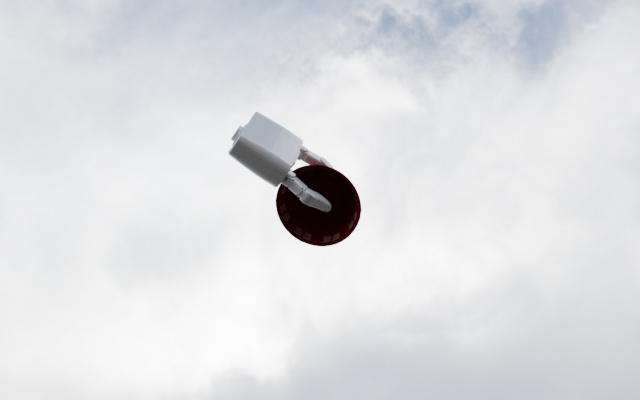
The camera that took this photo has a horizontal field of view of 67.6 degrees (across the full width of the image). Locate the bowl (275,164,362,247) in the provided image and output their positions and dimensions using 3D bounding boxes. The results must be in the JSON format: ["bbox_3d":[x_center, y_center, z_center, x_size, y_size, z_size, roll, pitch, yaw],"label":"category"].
[{"bbox_3d":[0.001,0.004,0.900,0.162,0.162,0.055,0,20,13],"label":"bowl"}]
